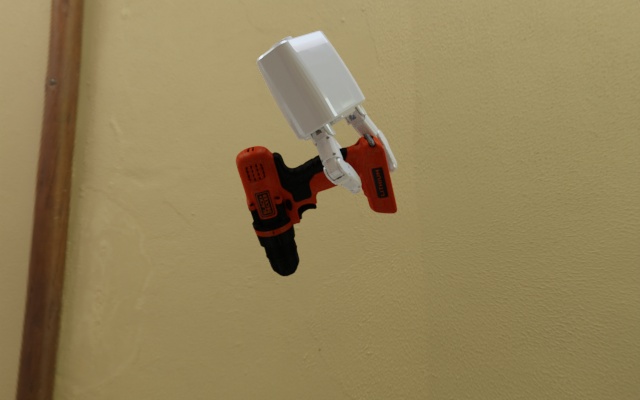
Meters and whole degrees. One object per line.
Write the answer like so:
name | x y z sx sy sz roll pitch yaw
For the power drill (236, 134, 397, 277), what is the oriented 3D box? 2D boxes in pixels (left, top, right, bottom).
power drill | 0.000 0.002 0.621 0.187 0.184 0.057 -15 25 -1
